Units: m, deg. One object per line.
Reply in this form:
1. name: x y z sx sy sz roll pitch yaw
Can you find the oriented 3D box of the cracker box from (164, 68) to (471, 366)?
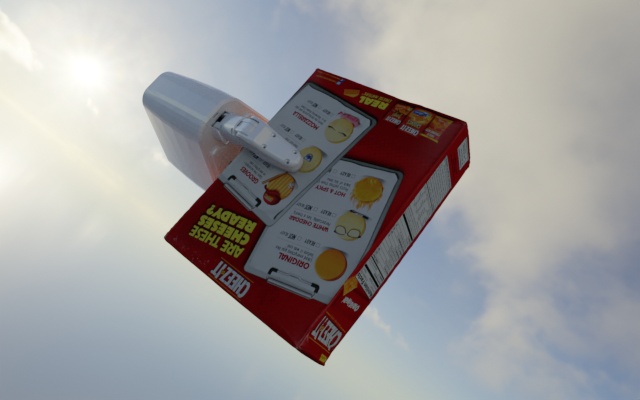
1. cracker box: 0.000 0.001 0.409 0.164 0.213 0.072 30 -16 33
